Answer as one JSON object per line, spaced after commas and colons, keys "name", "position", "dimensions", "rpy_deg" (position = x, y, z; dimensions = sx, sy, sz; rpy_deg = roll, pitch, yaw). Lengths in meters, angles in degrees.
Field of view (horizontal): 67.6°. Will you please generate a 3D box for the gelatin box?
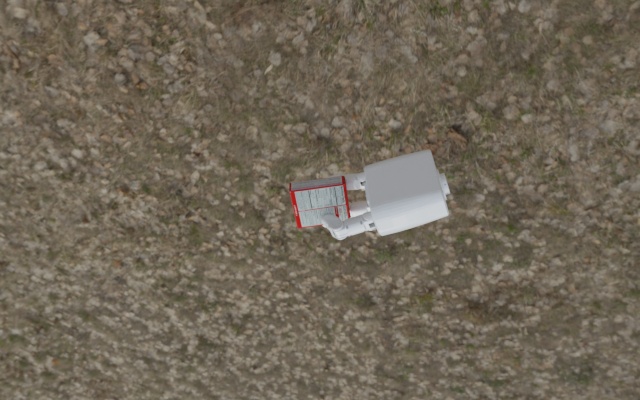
{"name": "gelatin box", "position": [0.000, 0.003, 0.759], "dimensions": [0.089, 0.073, 0.030], "rpy_deg": [-8, 34, 3]}
